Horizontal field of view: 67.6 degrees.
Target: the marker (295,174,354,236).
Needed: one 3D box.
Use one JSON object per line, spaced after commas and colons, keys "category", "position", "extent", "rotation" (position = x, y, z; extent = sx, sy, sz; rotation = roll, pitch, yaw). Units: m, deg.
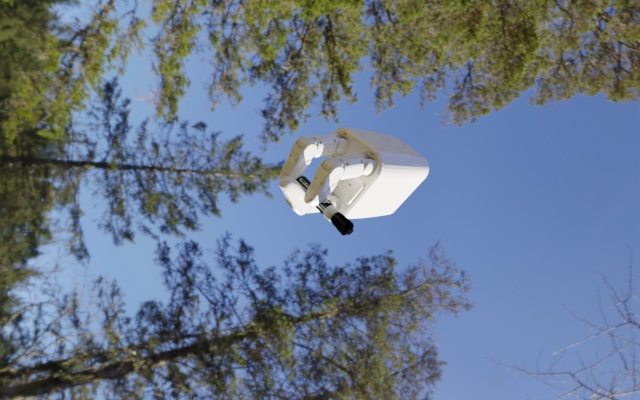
{"category": "marker", "position": [0.000, 0.002, 0.571], "extent": [0.020, 0.020, 0.121], "rotation": [0, 33, -42]}
